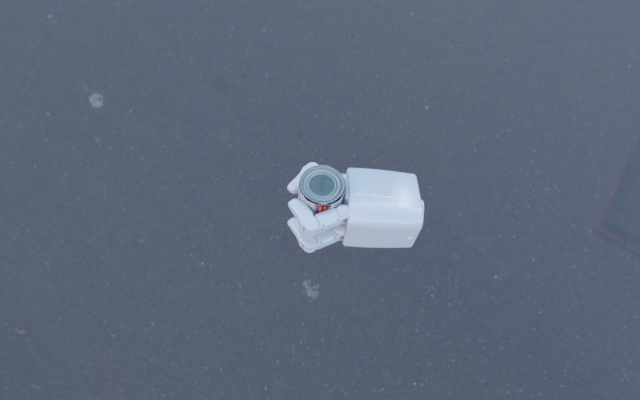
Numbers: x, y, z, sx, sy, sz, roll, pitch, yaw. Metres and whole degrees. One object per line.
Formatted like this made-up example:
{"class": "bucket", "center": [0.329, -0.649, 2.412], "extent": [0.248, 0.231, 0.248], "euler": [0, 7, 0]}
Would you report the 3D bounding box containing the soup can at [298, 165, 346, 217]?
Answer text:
{"class": "soup can", "center": [0.000, 0.002, 0.711], "extent": [0.068, 0.068, 0.102], "euler": [0, -30, -4]}
